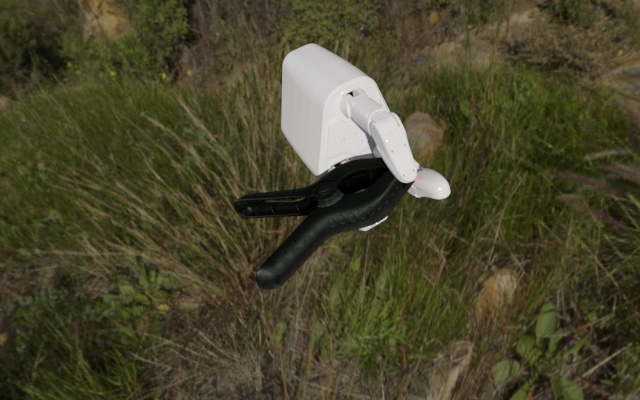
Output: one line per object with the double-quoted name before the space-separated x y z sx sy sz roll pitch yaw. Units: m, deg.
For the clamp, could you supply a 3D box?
"clamp" 0.000 0.001 0.436 0.171 0.039 0.120 -28 45 -12
